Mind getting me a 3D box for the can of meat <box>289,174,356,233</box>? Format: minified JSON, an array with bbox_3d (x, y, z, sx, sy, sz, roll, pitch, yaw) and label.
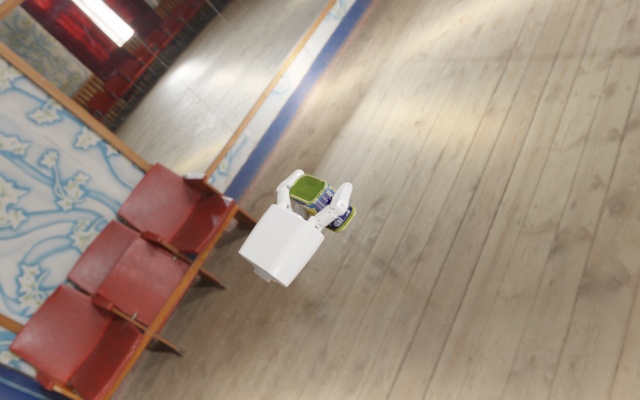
[{"bbox_3d":[0.000,0.003,0.848,0.084,0.057,0.102,44,-12,-31],"label":"can of meat"}]
